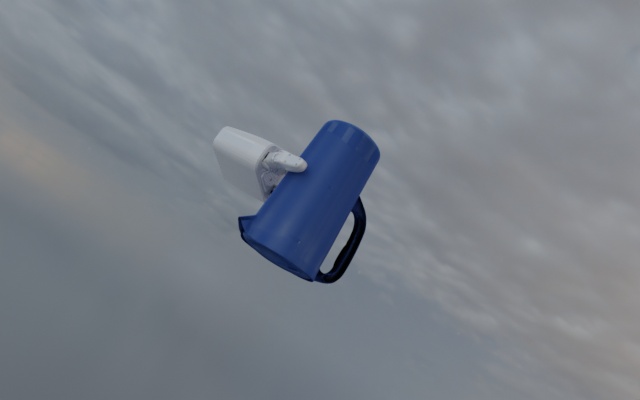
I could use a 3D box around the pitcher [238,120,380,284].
[{"bbox_3d":[0.000,0.002,0.756,0.145,0.242,0.149,25,-17,28],"label":"pitcher"}]
